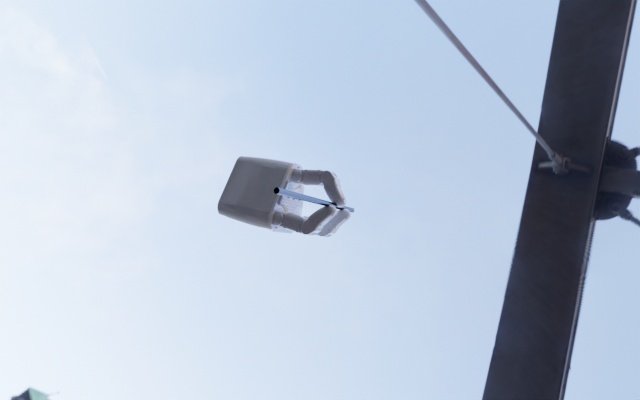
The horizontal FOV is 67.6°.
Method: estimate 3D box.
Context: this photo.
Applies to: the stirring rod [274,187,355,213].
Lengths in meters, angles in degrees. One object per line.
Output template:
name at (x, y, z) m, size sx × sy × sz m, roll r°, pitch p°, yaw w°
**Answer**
stirring rod at (0.000, 0.002, 0.663) m, size 0.011 × 0.011 × 0.239 m, roll 0°, pitch -7°, yaw 25°
